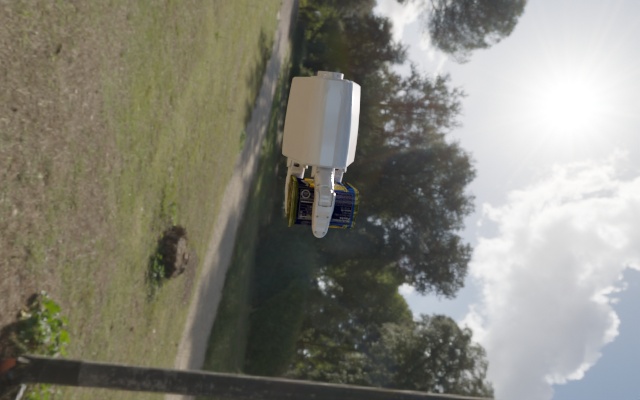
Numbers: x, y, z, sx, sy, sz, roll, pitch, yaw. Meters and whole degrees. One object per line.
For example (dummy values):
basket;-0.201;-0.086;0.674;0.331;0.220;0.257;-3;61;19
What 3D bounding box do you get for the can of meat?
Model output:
can of meat;0.000;0.002;0.629;0.084;0.057;0.102;5;10;-7
